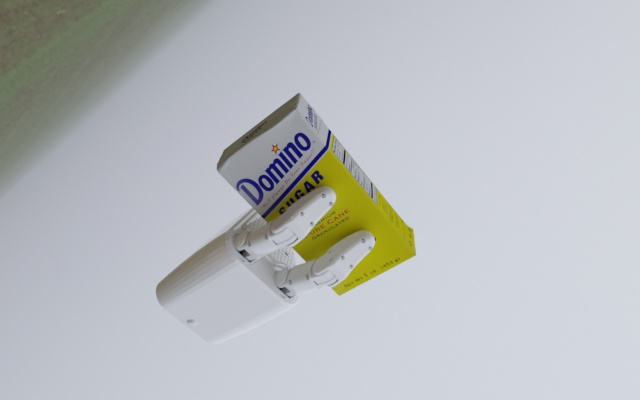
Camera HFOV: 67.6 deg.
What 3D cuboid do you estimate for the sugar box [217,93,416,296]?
[{"bbox_3d":[0.000,0.002,0.432,0.093,0.176,0.048,-33,26,22],"label":"sugar box"}]
